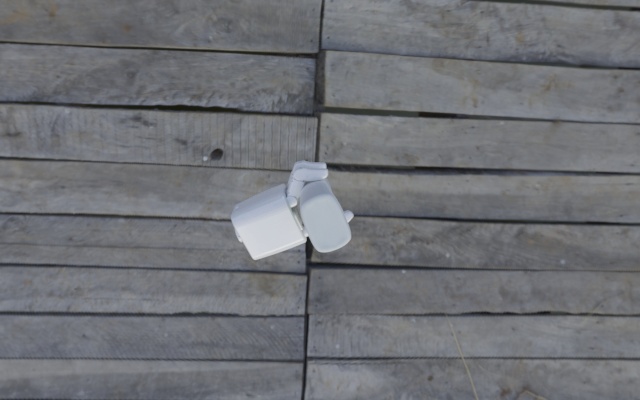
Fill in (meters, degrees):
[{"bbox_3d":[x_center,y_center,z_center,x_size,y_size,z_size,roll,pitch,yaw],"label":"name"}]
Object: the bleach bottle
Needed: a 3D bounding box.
[{"bbox_3d":[0.000,0.003,0.888,0.068,0.102,0.250,-22,16,3],"label":"bleach bottle"}]
